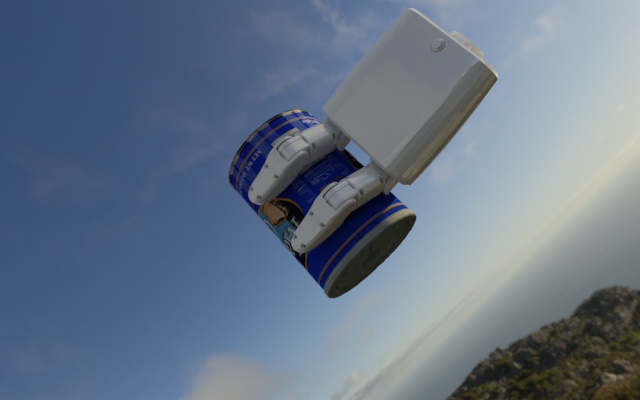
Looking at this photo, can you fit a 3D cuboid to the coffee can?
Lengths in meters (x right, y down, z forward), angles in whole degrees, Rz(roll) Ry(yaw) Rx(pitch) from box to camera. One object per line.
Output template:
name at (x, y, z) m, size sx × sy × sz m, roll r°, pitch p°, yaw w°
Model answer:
coffee can at (0.000, 0.002, 0.430) m, size 0.140 × 0.103 × 0.103 m, roll 46°, pitch 20°, yaw 20°
